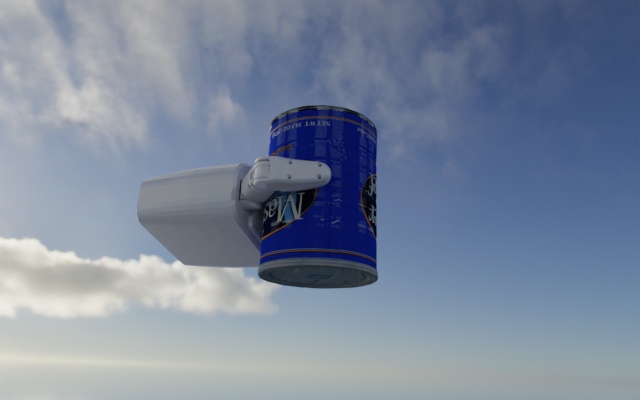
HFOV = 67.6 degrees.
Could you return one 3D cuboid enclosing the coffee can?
[{"bbox_3d":[0.000,0.002,0.430,0.103,0.140,0.103,2,-20,1],"label":"coffee can"}]
